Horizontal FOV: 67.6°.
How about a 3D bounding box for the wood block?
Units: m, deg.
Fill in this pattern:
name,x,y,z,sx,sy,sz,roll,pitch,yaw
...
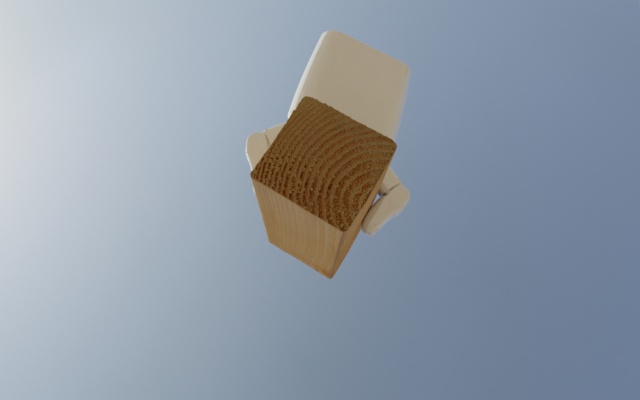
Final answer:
name,x,y,z,sx,sy,sz,roll,pitch,yaw
wood block,0.001,0.001,0.475,0.091,0.090,0.206,29,-17,8
